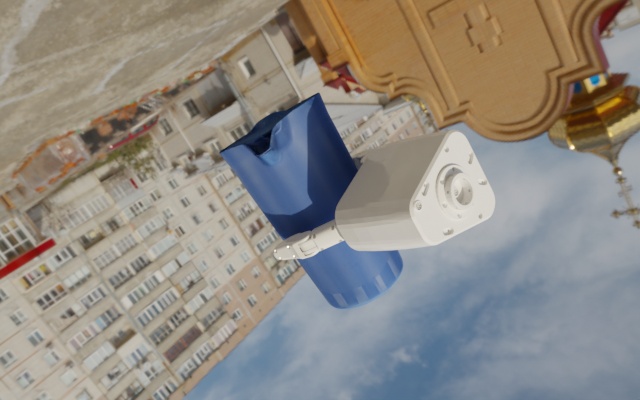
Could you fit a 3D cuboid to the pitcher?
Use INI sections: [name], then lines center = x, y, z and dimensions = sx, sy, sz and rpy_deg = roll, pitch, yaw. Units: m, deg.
[pitcher]
center = 0.000, 0.002, 0.581
dimensions = 0.149, 0.243, 0.145
rpy_deg = -40, 16, -32
